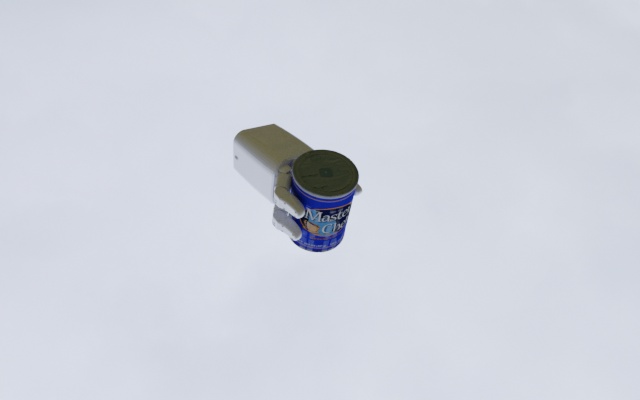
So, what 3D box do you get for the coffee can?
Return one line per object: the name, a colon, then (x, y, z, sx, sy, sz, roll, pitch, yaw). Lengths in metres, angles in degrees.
coffee can: (0.000, 0.003, 0.777, 0.103, 0.102, 0.140, 0, -42, -9)
